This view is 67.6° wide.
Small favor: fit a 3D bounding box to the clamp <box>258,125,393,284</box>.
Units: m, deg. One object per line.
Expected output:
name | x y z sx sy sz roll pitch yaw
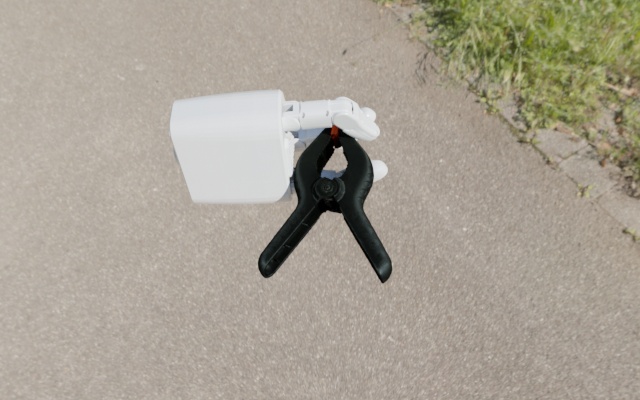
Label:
clamp | 0.000 0.001 0.456 0.120 0.171 0.039 -4 -31 3
